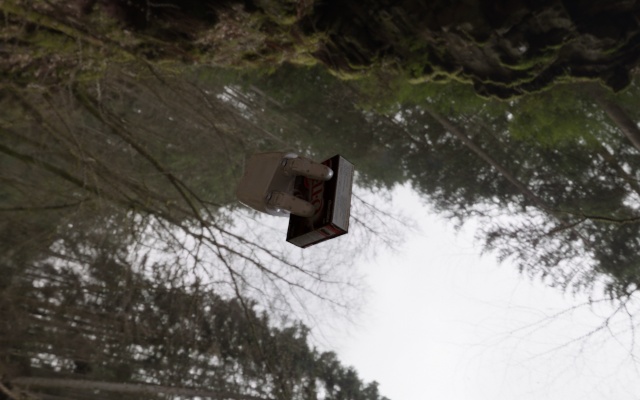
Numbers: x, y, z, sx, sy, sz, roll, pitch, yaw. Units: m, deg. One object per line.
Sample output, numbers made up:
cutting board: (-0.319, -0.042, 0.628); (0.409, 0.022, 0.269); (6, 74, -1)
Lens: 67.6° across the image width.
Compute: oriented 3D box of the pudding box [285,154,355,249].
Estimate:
pudding box: (0.000, 0.002, 0.659); (0.039, 0.113, 0.090); (28, -36, -34)
